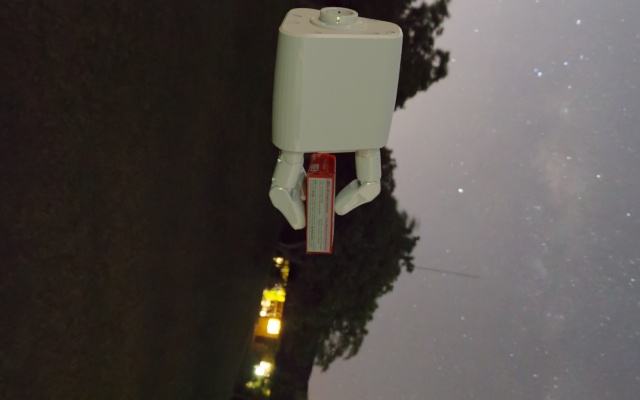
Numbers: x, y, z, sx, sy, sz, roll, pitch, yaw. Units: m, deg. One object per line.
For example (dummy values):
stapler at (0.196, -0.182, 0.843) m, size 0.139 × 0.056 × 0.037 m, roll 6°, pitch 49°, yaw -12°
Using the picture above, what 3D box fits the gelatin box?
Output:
gelatin box at (0.001, 0.002, 0.508) m, size 0.030 × 0.089 × 0.073 m, roll 1°, pitch 21°, yaw 2°
